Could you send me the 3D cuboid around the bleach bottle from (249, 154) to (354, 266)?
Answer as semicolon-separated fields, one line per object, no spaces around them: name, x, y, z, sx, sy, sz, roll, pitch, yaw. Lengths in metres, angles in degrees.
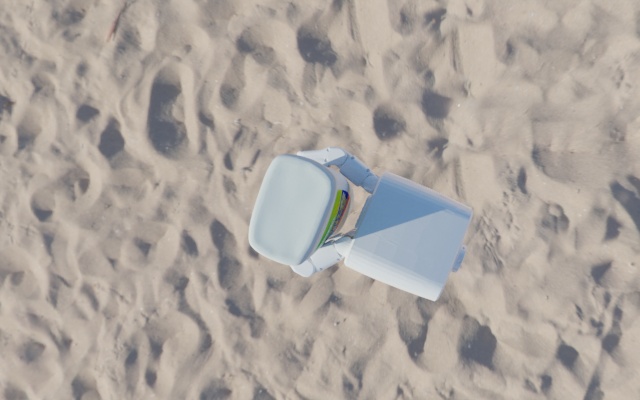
bleach bottle;0.000;0.002;0.545;0.068;0.102;0.251;23;9;11
